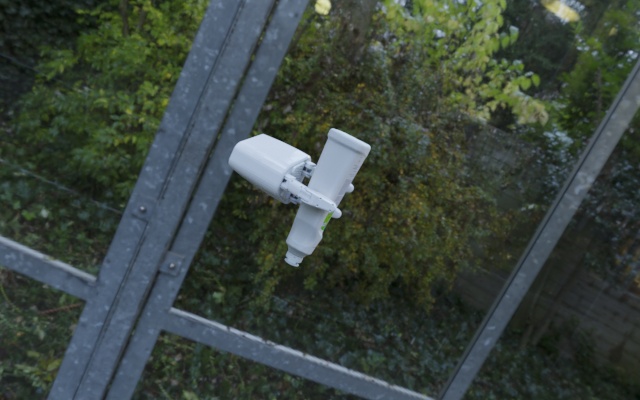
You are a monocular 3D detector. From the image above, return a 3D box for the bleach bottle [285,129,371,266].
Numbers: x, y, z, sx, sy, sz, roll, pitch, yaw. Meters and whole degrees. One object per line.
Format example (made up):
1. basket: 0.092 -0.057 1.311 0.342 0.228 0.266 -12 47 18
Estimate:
1. bleach bottle: 0.000 0.003 0.837 0.068 0.251 0.102 29 10 14
